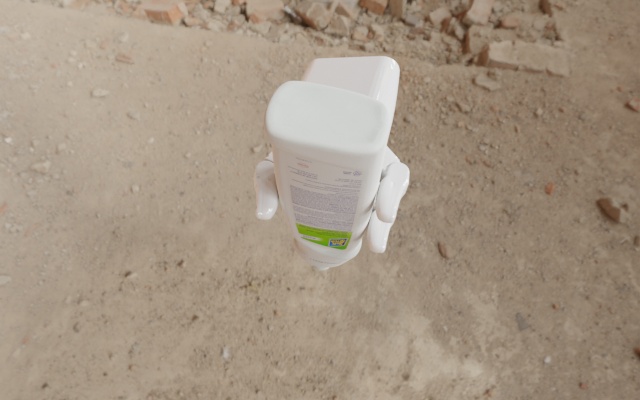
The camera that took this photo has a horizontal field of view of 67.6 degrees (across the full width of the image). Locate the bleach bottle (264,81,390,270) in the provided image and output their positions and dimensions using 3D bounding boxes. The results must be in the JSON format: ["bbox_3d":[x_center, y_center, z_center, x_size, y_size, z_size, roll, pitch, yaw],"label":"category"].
[{"bbox_3d":[0.000,0.002,0.476,0.102,0.068,0.251,13,-33,4],"label":"bleach bottle"}]
